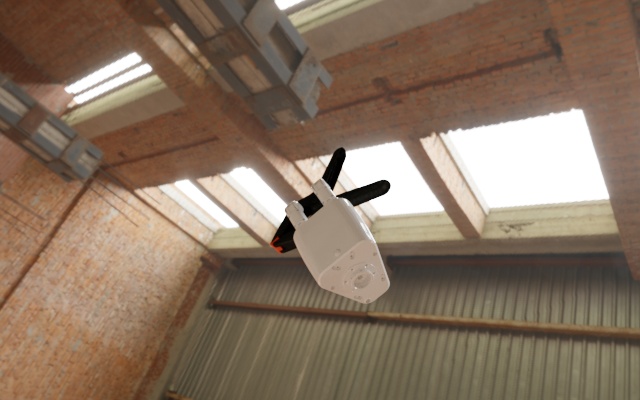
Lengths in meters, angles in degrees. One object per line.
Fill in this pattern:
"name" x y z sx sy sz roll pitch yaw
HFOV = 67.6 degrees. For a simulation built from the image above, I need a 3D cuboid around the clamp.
"clamp" 0.000 0.004 0.785 0.036 0.210 0.164 48 6 -34
